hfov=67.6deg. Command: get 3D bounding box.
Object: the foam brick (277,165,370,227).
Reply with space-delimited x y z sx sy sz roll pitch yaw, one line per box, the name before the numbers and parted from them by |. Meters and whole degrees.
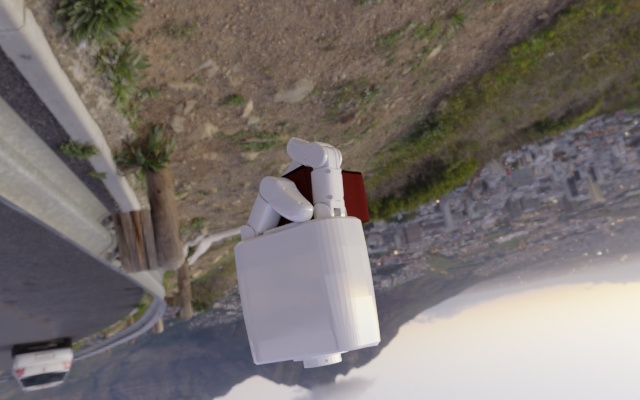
foam brick | 0.000 0.001 0.455 0.078 0.051 0.053 4 -20 -43
